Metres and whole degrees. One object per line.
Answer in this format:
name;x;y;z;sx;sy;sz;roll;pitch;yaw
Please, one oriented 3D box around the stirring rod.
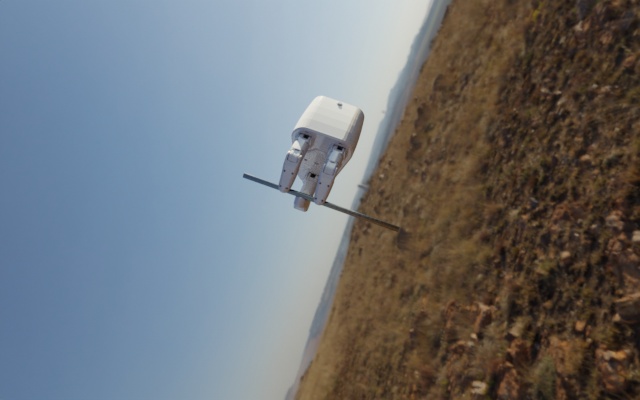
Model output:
stirring rod;0.000;0.002;0.696;0.239;0.011;0.011;19;1;4
